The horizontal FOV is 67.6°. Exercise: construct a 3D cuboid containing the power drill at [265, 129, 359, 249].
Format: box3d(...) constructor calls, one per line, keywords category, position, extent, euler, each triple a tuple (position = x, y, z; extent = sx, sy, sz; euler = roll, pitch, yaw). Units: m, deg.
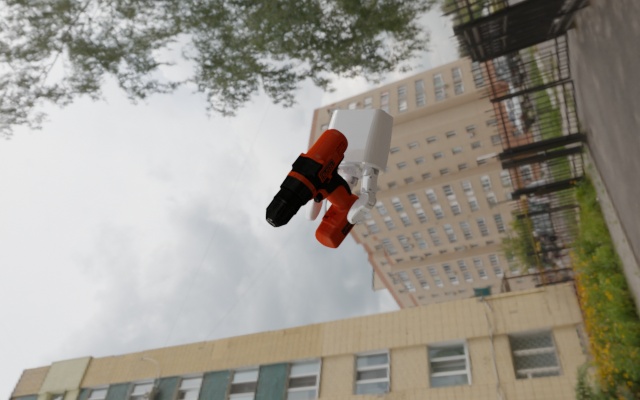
box3d(category="power drill", position=(0.000, 0.003, 0.783), extent=(0.057, 0.184, 0.188), euler=(27, -20, 33))
